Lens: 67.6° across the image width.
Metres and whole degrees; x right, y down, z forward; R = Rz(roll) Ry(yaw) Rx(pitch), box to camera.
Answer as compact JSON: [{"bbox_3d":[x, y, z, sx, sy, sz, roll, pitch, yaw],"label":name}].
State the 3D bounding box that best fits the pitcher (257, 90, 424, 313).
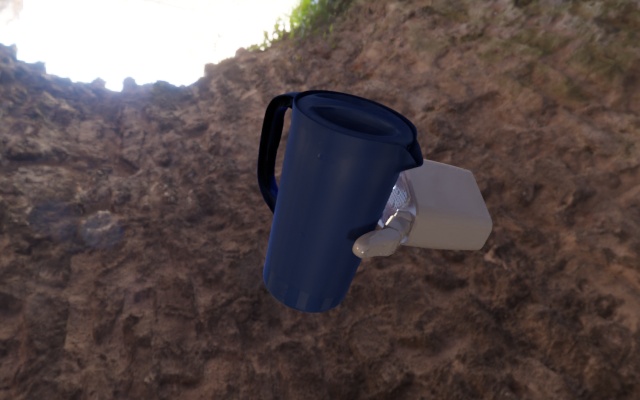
[{"bbox_3d":[0.000,0.002,0.550,0.145,0.243,0.149,6,31,-19],"label":"pitcher"}]
